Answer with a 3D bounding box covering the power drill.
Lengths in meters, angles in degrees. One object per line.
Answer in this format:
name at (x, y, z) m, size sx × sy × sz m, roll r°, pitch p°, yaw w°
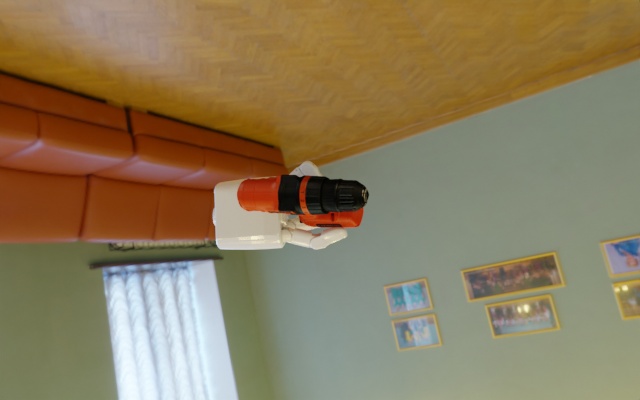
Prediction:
power drill at (0.000, 0.002, 0.692) m, size 0.184 × 0.057 × 0.188 m, roll 3°, pitch -9°, yaw 23°
